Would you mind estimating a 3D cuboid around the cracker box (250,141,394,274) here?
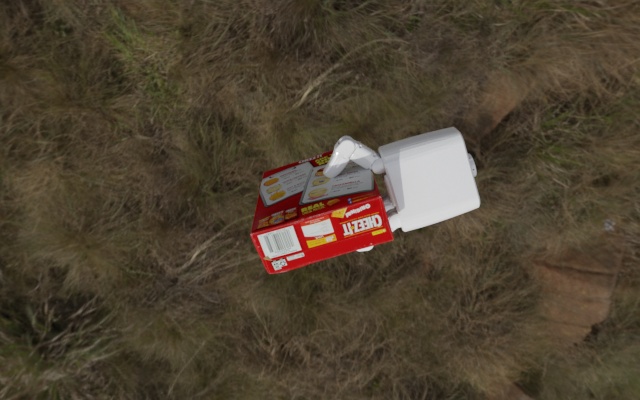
[{"bbox_3d":[0.000,0.002,0.663,0.164,0.072,0.213,-17,23,5],"label":"cracker box"}]
